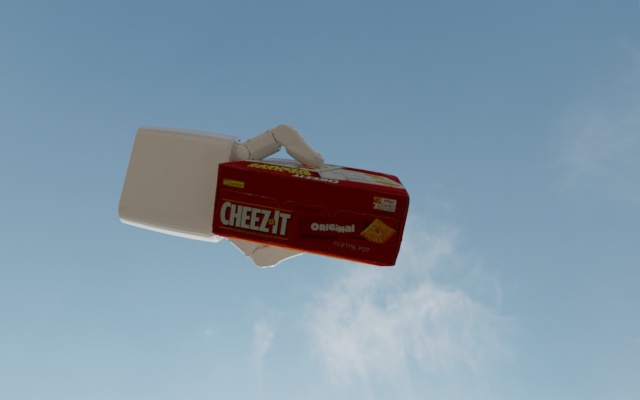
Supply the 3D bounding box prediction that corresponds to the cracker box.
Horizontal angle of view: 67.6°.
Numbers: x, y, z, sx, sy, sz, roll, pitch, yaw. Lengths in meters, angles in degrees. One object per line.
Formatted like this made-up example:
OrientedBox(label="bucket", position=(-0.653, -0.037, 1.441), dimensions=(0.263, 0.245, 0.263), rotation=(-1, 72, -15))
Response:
OrientedBox(label="cracker box", position=(0.000, 0.001, 0.501), dimensions=(0.164, 0.072, 0.213), rotation=(9, 8, 5))
